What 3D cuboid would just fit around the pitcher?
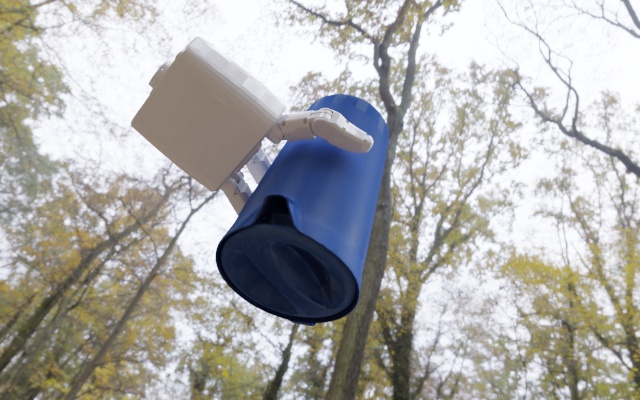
[{"bbox_3d":[0.000,0.002,0.506,0.145,0.242,0.149,38,-46,-15],"label":"pitcher"}]
